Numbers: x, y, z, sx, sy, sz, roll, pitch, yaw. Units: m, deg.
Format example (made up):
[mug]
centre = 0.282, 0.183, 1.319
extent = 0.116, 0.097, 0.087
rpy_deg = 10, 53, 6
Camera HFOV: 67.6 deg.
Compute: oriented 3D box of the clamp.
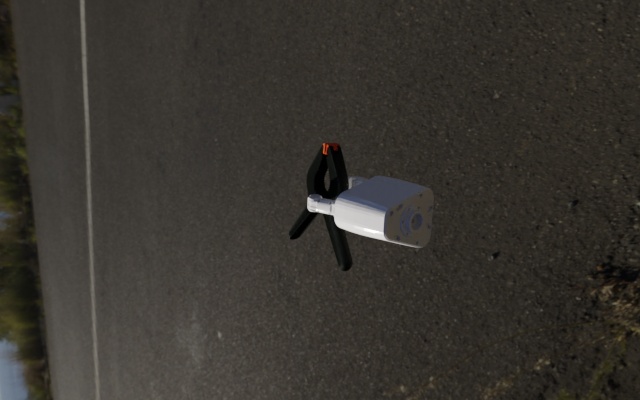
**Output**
[clamp]
centre = 0.000, 0.002, 0.835
extent = 0.036, 0.210, 0.164
rpy_deg = -7, 15, -40
